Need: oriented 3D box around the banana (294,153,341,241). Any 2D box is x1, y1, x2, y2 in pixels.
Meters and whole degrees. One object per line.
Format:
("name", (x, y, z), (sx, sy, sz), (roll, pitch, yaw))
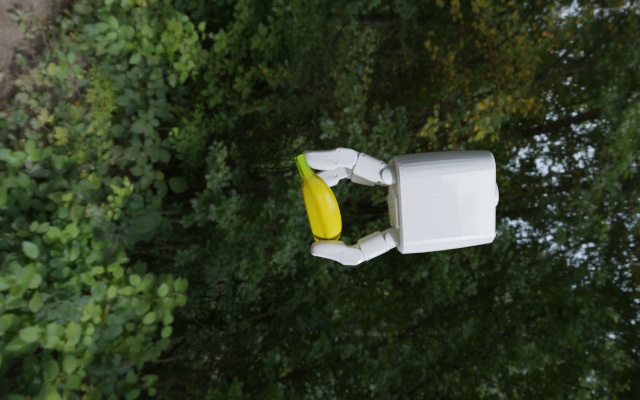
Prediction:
("banana", (0.003, 0.017, 0.573), (0.037, 0.069, 0.198), (-12, -25, -1))
